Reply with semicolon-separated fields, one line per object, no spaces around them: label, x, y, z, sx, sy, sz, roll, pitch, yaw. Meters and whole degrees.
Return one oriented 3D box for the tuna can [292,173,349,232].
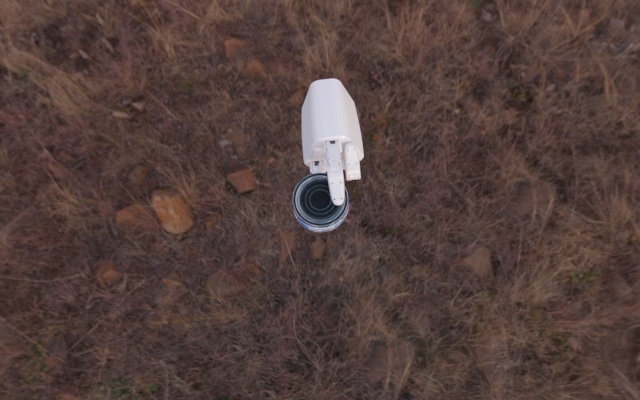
tuna can;0.000;0.002;0.714;0.086;0.086;0.034;0;-15;1
